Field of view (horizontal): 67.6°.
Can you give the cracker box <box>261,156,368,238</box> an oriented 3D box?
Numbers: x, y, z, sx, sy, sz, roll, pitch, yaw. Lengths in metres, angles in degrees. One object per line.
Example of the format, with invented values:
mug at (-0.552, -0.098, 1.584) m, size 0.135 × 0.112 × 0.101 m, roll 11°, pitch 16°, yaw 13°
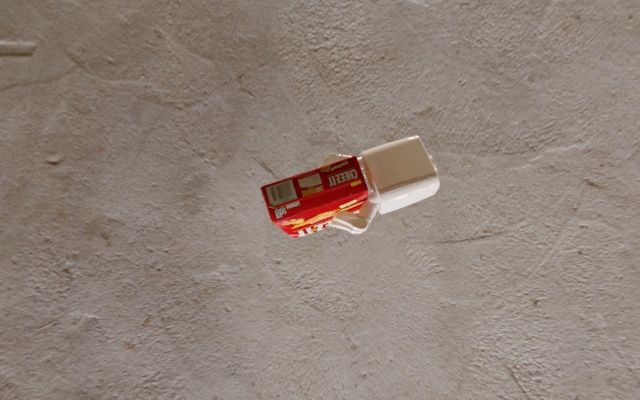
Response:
cracker box at (0.000, 0.003, 0.853) m, size 0.164 × 0.072 × 0.214 m, roll -19°, pitch -13°, yaw 2°
